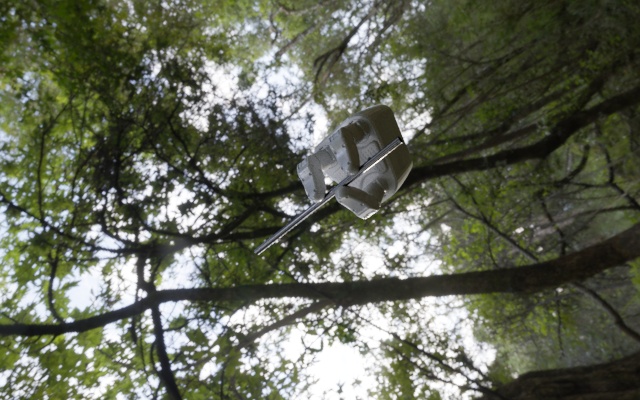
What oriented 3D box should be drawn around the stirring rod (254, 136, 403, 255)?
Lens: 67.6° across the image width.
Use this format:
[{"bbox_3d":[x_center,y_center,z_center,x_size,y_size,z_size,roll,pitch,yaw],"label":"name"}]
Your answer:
[{"bbox_3d":[0.000,0.002,0.549,0.239,0.011,0.011,-38,-22,30],"label":"stirring rod"}]
